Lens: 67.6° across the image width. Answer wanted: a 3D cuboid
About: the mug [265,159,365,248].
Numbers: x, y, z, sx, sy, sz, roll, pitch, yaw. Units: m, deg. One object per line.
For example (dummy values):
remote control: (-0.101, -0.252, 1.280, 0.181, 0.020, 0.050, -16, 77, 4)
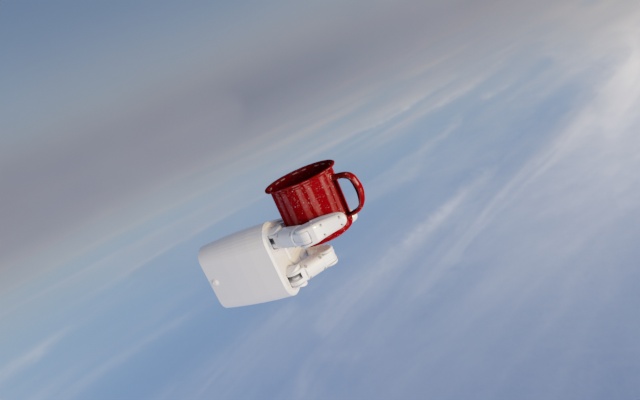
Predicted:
mug: (0.001, 0.002, 0.586, 0.117, 0.081, 0.093, -17, 16, 24)
